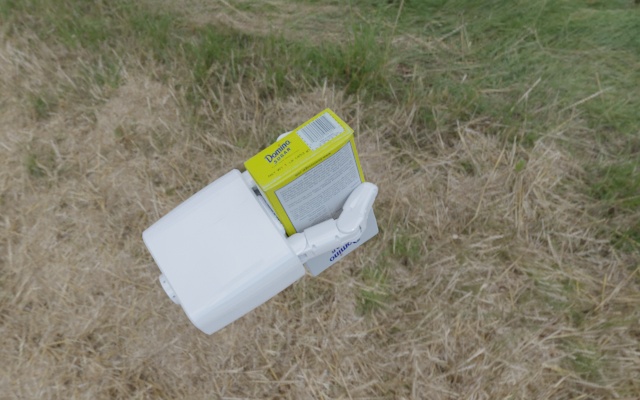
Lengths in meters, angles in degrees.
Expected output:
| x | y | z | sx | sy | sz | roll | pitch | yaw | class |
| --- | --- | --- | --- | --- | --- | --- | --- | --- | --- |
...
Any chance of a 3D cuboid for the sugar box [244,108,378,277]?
| x | y | z | sx | sy | sz | roll | pitch | yaw | class |
| --- | --- | --- | --- | --- | --- | --- | --- | --- | --- |
| 0.000 | 0.001 | 0.473 | 0.093 | 0.048 | 0.176 | -34 | -32 | -8 | sugar box |
